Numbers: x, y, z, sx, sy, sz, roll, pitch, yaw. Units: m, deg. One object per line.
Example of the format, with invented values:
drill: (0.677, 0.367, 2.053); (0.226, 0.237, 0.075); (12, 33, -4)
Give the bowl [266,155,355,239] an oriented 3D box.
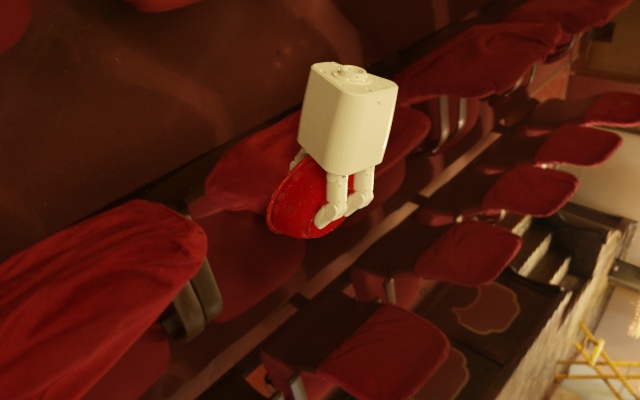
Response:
bowl: (0.000, 0.003, 0.699); (0.055, 0.162, 0.162); (43, 22, 26)
